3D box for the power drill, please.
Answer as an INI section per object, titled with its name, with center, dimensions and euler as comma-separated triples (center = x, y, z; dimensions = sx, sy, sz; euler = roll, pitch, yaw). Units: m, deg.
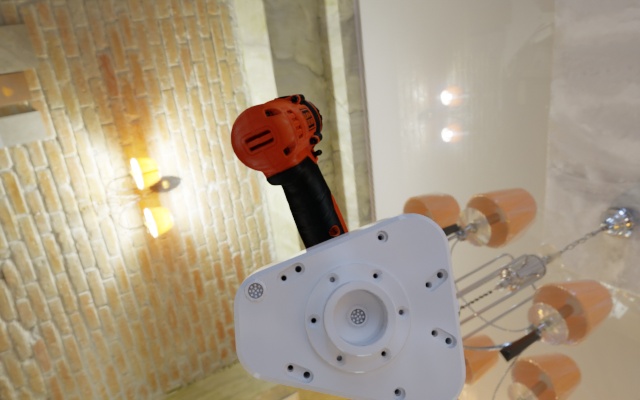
[power drill]
center = 0.000, 0.002, 0.402
dimensions = 0.057, 0.188, 0.184
euler = -24, 9, 14
